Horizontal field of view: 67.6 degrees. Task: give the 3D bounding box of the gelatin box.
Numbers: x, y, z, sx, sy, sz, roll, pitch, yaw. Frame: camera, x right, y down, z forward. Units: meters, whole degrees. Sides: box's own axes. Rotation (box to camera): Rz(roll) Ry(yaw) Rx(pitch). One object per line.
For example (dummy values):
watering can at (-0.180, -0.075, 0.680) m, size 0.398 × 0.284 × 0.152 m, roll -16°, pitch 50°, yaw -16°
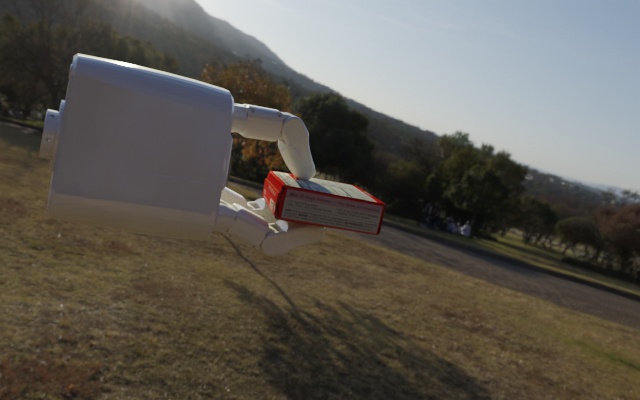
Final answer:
gelatin box at (0.000, 0.001, 0.405) m, size 0.089 × 0.030 × 0.073 m, roll 9°, pitch 10°, yaw -17°
